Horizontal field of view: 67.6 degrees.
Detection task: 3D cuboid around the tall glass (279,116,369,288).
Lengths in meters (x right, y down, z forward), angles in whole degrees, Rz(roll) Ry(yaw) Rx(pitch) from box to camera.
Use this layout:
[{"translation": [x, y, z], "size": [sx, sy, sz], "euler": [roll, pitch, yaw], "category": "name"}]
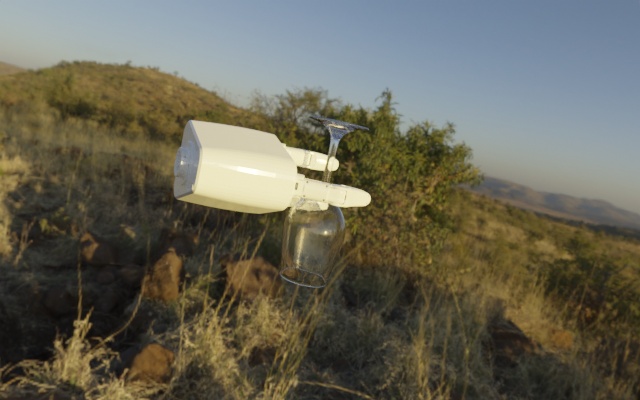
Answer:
[{"translation": [0.000, 0.001, 0.589], "size": [0.079, 0.201, 0.079], "euler": [12, 8, -2], "category": "tall glass"}]
